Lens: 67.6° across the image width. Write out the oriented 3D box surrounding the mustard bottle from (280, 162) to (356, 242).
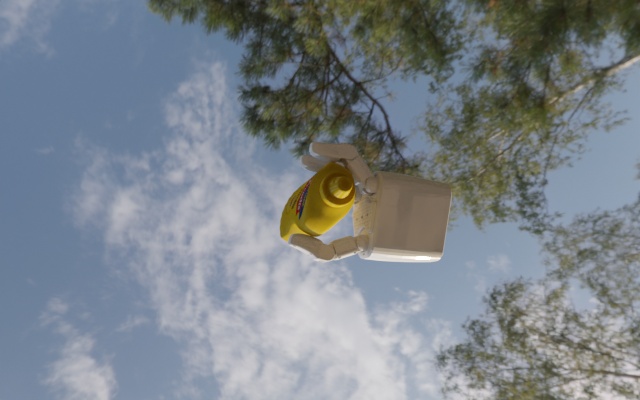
[{"bbox_3d":[0.000,0.002,0.616,0.058,0.096,0.192,30,-19,-9],"label":"mustard bottle"}]
